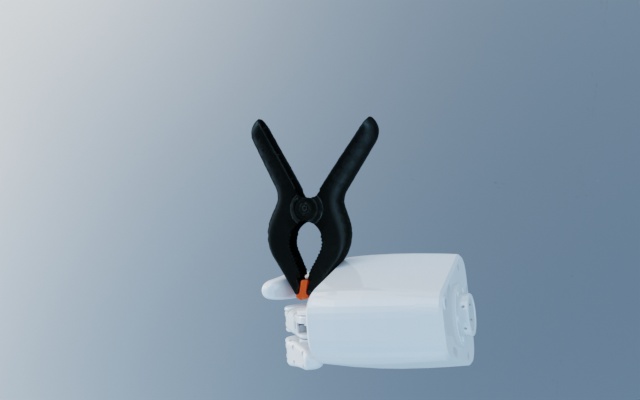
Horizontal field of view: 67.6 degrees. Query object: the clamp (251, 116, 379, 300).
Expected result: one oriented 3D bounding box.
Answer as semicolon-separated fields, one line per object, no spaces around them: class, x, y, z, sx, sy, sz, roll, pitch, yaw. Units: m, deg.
clamp;0.000;0.002;0.434;0.120;0.171;0.039;-8;-2;23
